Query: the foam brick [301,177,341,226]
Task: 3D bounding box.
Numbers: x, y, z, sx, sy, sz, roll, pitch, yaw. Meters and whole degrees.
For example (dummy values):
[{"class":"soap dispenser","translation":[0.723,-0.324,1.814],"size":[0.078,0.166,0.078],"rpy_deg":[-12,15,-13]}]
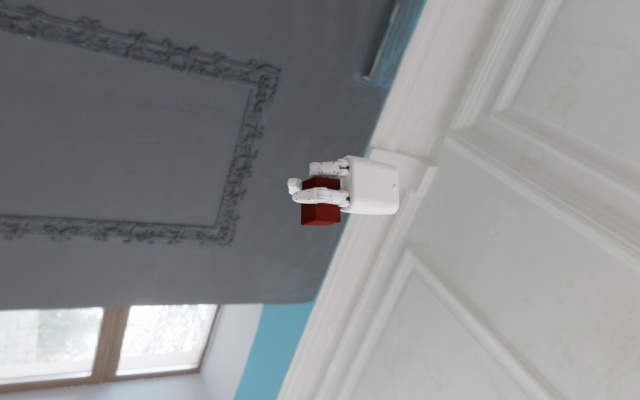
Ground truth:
[{"class":"foam brick","translation":[0.000,0.003,0.824],"size":[0.051,0.078,0.053],"rpy_deg":[6,-12,-32]}]
